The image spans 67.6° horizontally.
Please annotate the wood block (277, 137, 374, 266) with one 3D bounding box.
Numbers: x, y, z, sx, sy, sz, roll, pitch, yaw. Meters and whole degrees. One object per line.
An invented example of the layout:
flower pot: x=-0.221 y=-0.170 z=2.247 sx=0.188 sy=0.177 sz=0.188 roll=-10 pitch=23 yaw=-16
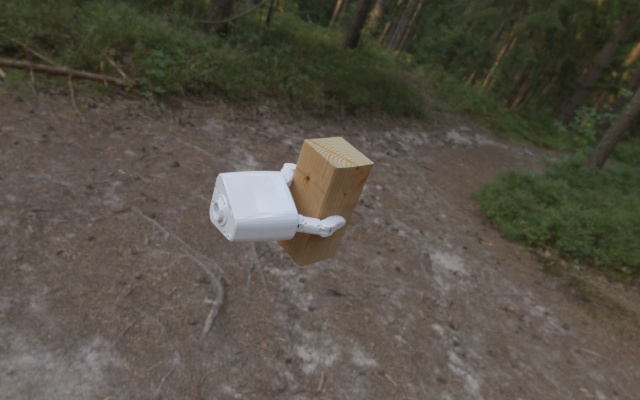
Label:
wood block: x=0.000 y=0.003 z=0.837 sx=0.090 sy=0.206 sz=0.090 roll=-10 pitch=43 yaw=-41
